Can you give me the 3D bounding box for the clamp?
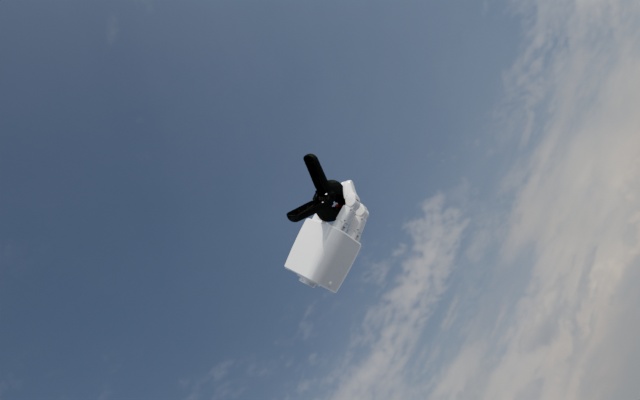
[{"bbox_3d":[0.000,0.003,0.867,0.039,0.120,0.171,19,-12,38],"label":"clamp"}]
